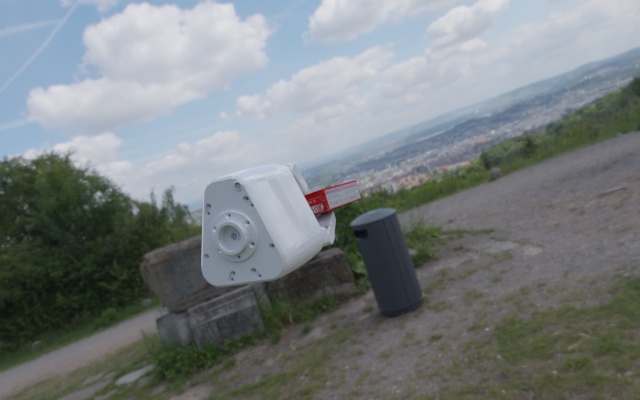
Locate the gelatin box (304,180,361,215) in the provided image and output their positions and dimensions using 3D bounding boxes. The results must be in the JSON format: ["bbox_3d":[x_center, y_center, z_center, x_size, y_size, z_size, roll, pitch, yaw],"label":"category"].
[{"bbox_3d":[0.000,0.002,0.620,0.073,0.030,0.089,-18,1,33],"label":"gelatin box"}]
